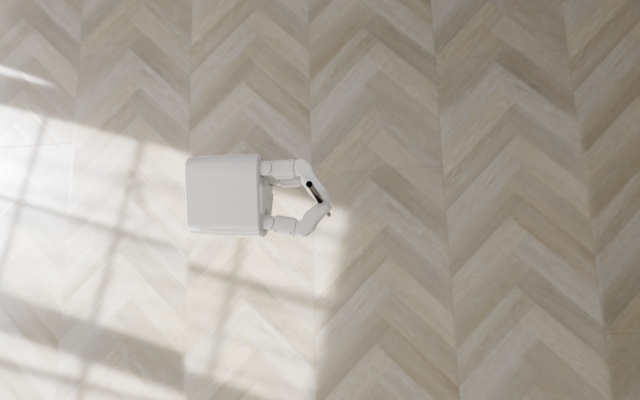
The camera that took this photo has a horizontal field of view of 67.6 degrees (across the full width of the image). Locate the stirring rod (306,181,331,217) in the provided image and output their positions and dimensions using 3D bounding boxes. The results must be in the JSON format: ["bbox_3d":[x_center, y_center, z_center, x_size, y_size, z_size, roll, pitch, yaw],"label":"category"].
[{"bbox_3d":[0.000,0.002,0.666,0.011,0.011,0.239,0,-10,6],"label":"stirring rod"}]
